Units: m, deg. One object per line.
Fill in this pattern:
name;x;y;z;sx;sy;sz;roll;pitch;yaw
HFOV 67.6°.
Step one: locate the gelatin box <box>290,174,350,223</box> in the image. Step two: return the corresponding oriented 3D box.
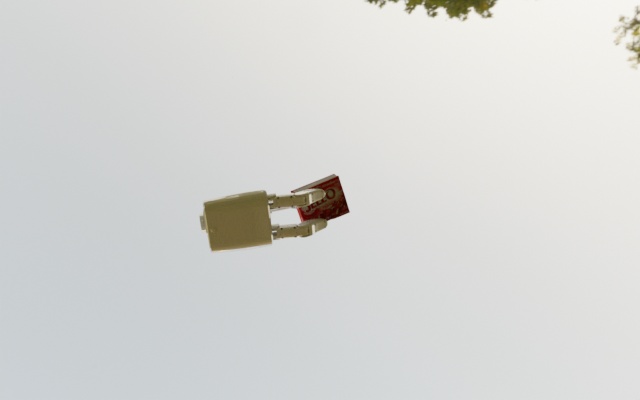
gelatin box;0.000;0.003;0.851;0.089;0.073;0.030;-23;19;-12
